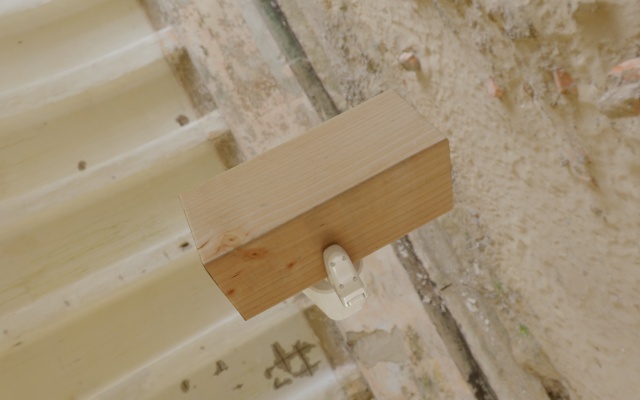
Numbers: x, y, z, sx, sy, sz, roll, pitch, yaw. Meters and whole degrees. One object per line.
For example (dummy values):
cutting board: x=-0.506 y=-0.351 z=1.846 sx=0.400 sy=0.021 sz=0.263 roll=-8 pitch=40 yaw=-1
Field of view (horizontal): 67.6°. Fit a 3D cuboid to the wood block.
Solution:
wood block: x=0.000 y=0.002 z=0.411 sx=0.206 sy=0.090 sz=0.090 roll=-28 pitch=47 yaw=-7
